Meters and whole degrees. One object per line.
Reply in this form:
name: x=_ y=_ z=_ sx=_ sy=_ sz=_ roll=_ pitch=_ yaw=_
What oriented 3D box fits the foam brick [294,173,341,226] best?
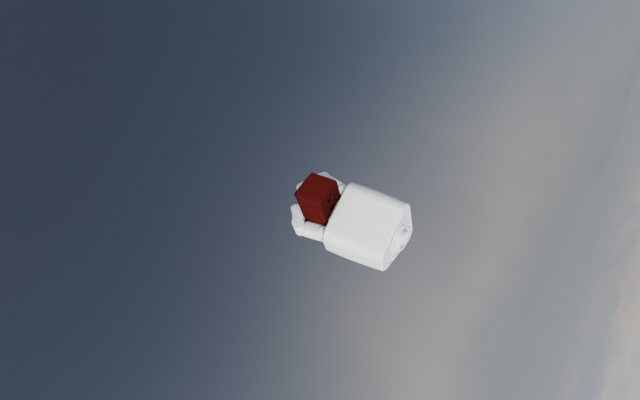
foam brick: x=0.000 y=0.002 z=0.782 sx=0.051 sy=0.053 sz=0.078 roll=21 pitch=-30 yaw=29
